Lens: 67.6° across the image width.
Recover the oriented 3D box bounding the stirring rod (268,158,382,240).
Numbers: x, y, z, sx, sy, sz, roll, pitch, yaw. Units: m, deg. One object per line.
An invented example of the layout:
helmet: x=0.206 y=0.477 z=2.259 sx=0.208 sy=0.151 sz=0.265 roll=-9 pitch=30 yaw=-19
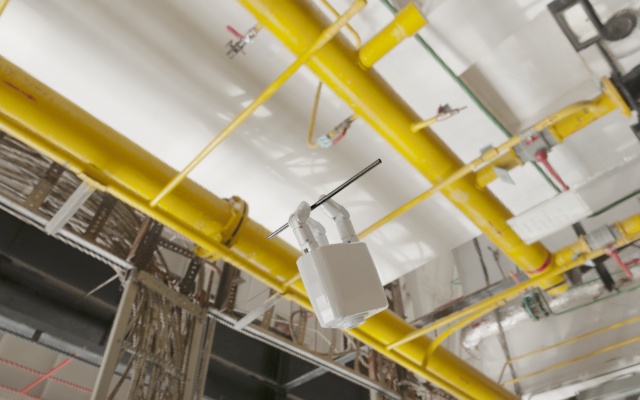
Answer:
stirring rod: x=0.000 y=0.002 z=0.745 sx=0.239 sy=0.011 sz=0.011 roll=-35 pitch=-19 yaw=30
